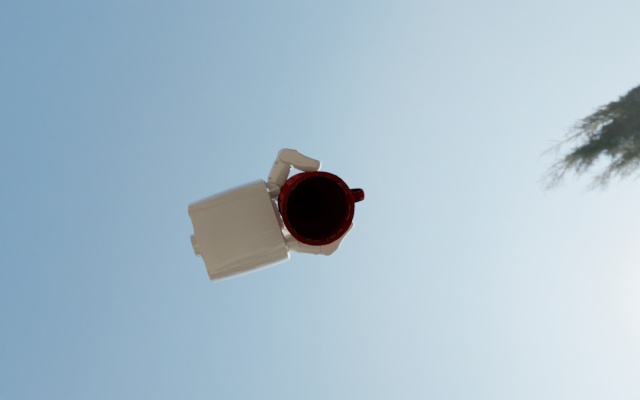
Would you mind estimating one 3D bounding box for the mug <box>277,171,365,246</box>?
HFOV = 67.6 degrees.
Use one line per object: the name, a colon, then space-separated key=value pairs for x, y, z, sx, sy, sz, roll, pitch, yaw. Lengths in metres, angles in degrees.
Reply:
mug: x=0.001 y=0.002 z=0.624 sx=0.117 sy=0.093 sz=0.081 roll=-16 pitch=11 yaw=-11
